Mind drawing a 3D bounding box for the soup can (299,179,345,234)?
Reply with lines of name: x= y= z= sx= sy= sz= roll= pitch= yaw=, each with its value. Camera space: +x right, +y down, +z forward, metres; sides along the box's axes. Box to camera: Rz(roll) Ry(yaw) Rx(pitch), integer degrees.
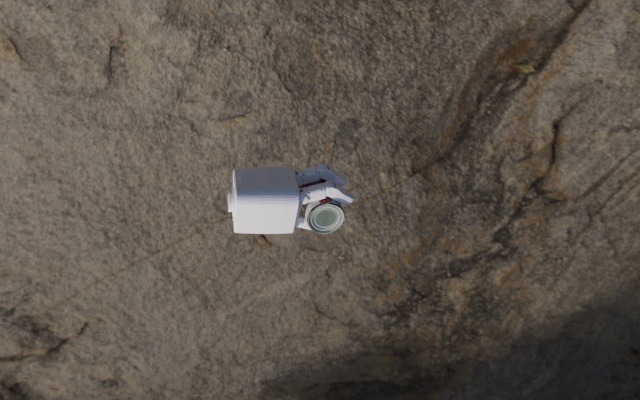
soup can: x=0.001 y=0.003 z=0.855 sx=0.068 sy=0.068 sz=0.102 roll=0 pitch=35 yaw=-13
